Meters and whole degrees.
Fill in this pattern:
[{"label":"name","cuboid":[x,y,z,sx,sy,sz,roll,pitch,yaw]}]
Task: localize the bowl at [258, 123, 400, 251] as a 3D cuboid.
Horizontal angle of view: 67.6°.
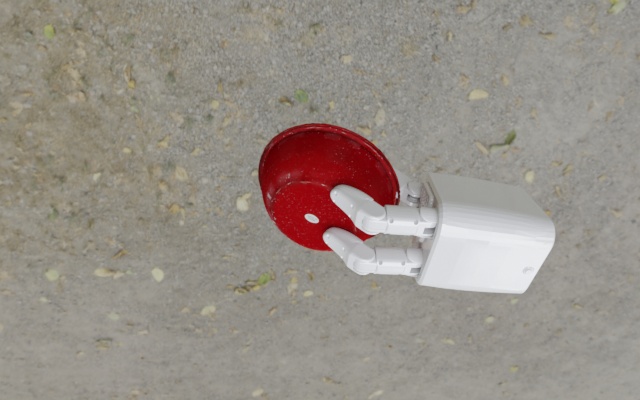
[{"label":"bowl","cuboid":[-0.001,0.002,0.507,0.162,0.162,0.055,0,37,21]}]
